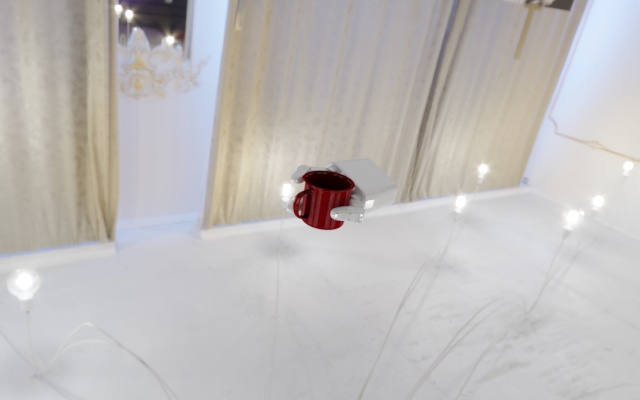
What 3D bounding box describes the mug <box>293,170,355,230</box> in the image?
[{"bbox_3d":[-0.001,0.003,0.846,0.117,0.081,0.093,-14,33,-41],"label":"mug"}]
